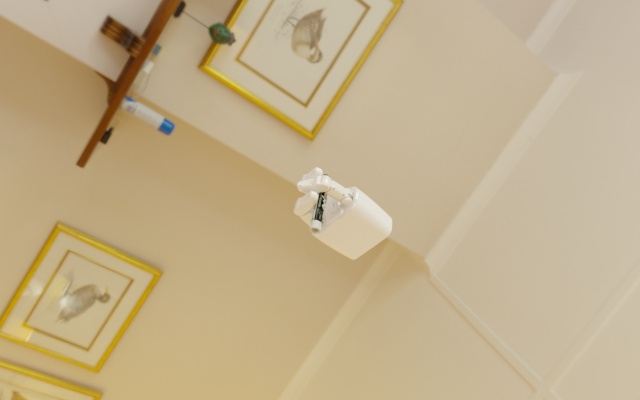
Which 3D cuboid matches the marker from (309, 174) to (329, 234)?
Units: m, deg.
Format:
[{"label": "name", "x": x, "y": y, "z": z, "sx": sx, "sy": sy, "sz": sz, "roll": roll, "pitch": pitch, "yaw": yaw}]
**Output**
[{"label": "marker", "x": 0.000, "y": 0.003, "z": 0.820, "sx": 0.020, "sy": 0.121, "sz": 0.020, "roll": 7, "pitch": -37, "yaw": 5}]
